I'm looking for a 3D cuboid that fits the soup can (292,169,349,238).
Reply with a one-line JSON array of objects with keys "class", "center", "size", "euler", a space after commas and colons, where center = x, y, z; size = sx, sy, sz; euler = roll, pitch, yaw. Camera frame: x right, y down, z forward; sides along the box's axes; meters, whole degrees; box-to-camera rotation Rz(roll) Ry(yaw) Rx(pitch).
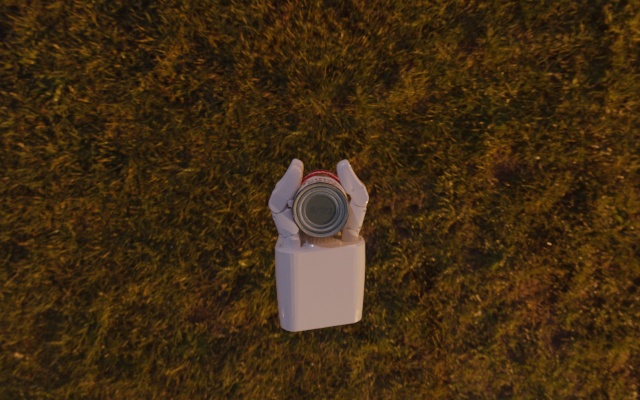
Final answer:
[{"class": "soup can", "center": [0.000, 0.002, 0.592], "size": [0.068, 0.068, 0.102], "euler": [0, 12, 0]}]
